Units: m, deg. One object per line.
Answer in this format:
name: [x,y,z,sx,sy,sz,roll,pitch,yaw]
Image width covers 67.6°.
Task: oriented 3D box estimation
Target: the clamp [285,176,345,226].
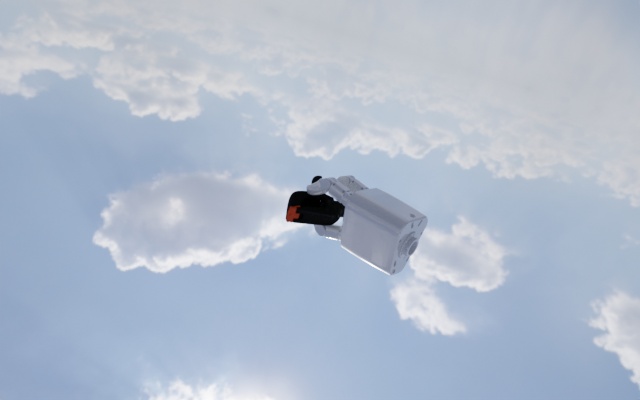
clamp: [0.000,0.004,0.852,0.164,0.036,0.210,31,24,31]
